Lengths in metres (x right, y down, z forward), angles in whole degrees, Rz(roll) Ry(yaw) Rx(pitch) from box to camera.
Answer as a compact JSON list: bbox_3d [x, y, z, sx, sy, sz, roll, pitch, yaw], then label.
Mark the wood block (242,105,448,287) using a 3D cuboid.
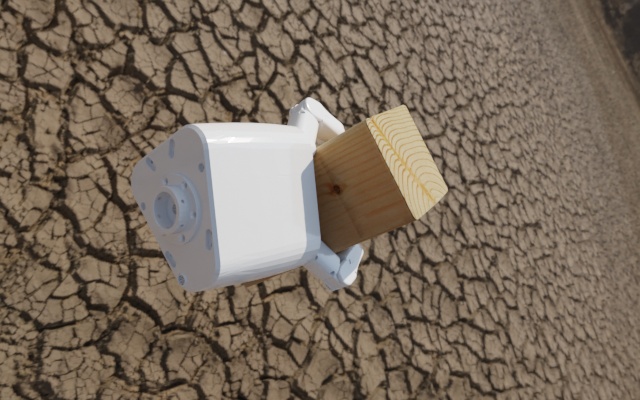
[{"bbox_3d":[0.000,0.002,0.459,0.206,0.091,0.090,-26,3,35],"label":"wood block"}]
